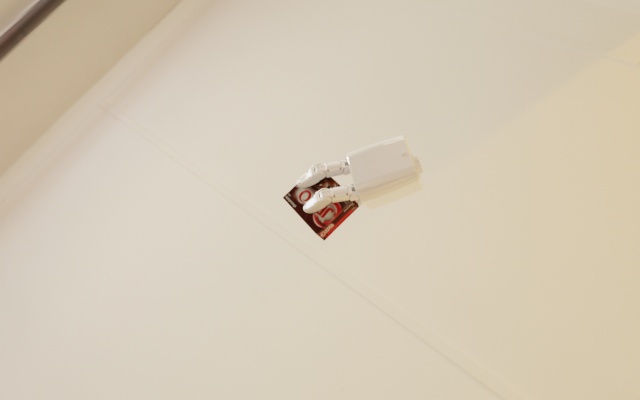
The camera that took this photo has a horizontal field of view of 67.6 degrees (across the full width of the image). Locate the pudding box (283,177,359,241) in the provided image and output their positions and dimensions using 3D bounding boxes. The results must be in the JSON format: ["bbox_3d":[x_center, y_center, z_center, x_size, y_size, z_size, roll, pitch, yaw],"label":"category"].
[{"bbox_3d":[0.000,0.003,0.858,0.113,0.090,0.039,45,-2,36],"label":"pudding box"}]
